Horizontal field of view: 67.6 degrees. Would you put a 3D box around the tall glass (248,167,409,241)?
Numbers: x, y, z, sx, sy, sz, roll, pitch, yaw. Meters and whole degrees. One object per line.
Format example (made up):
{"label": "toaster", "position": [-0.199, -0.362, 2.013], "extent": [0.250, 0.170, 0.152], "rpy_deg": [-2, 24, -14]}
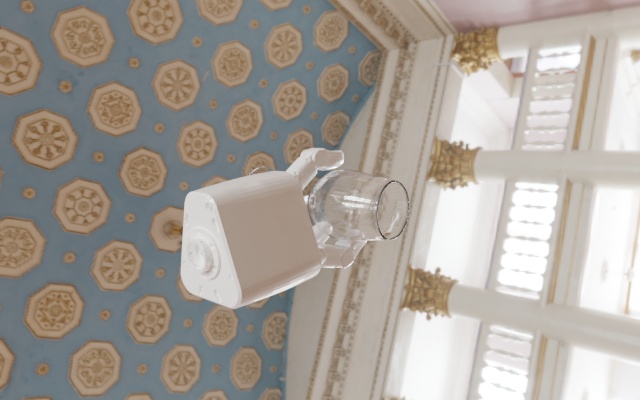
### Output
{"label": "tall glass", "position": [0.000, 0.002, 0.553], "extent": [0.201, 0.079, 0.079], "rpy_deg": [6, 4, 40]}
